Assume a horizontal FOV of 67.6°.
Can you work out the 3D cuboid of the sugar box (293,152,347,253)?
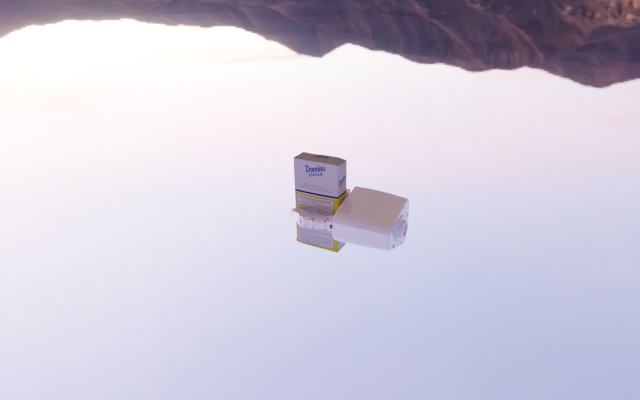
[{"bbox_3d":[0.001,0.003,0.889,0.093,0.176,0.048,12,26,25],"label":"sugar box"}]
